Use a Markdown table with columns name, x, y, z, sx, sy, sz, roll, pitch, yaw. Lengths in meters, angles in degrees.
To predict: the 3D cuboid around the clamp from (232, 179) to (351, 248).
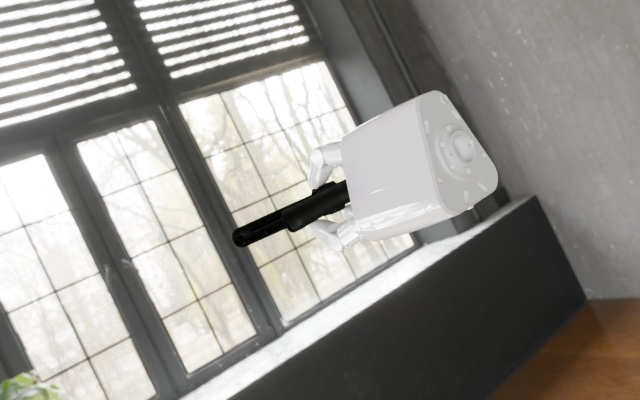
| name | x | y | z | sx | sy | sz | roll | pitch | yaw |
| --- | --- | --- | --- | --- | --- | --- | --- | --- | --- |
| clamp | 0.000 | 0.001 | 0.568 | 0.210 | 0.036 | 0.164 | -26 | 3 | -37 |
